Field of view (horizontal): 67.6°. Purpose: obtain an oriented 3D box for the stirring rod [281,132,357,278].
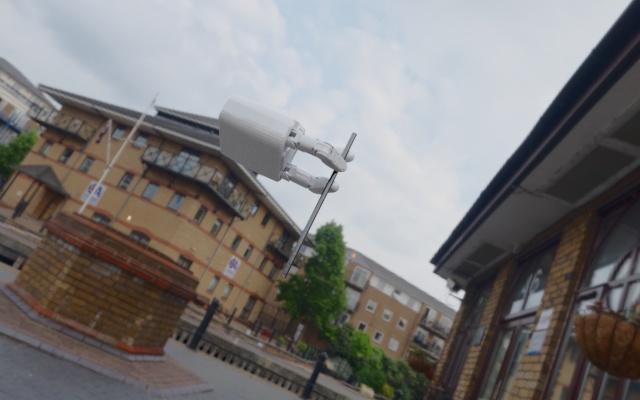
[{"bbox_3d":[0.000,0.002,0.694,0.011,0.239,0.011,25,-15,7],"label":"stirring rod"}]
